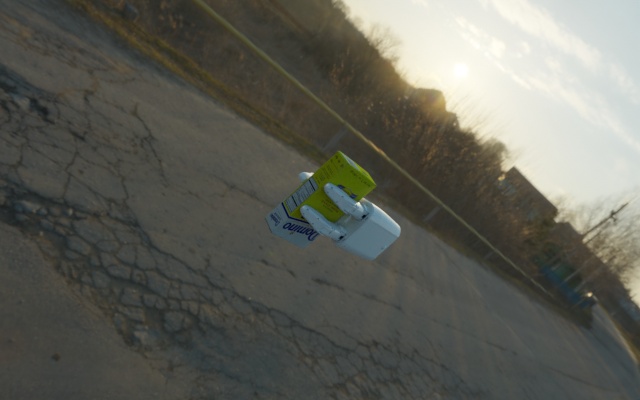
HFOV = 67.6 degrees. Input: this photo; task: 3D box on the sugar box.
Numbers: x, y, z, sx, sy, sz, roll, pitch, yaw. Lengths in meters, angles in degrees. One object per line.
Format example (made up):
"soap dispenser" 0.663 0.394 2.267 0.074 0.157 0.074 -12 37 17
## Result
"sugar box" 0.001 0.003 0.815 0.093 0.176 0.048 32 19 -45
